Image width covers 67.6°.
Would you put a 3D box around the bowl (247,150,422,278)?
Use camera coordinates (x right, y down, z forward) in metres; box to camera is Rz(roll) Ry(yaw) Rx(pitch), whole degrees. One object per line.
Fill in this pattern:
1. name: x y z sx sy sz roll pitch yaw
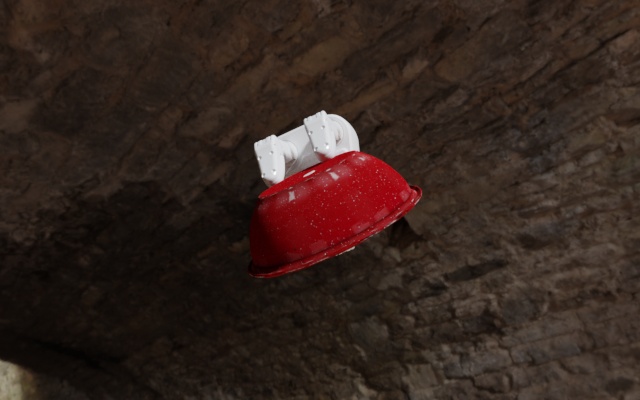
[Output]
1. bowl: 0.000 0.001 0.404 0.162 0.055 0.162 -25 9 4
